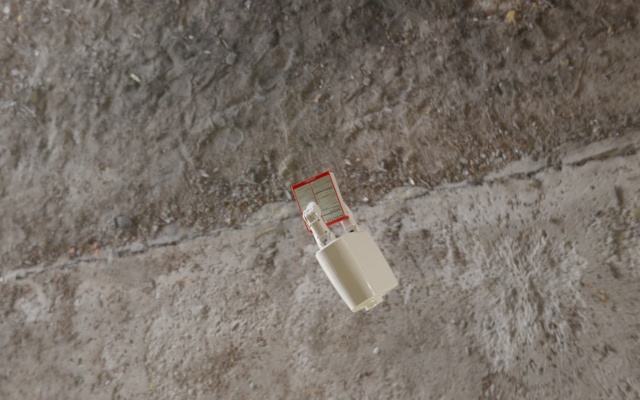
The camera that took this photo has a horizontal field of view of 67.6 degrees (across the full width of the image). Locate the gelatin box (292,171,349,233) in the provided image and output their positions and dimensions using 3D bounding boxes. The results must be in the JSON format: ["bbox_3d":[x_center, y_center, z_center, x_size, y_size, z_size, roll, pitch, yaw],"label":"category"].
[{"bbox_3d":[0.000,0.002,0.825,0.073,0.089,0.030,-23,-8,16],"label":"gelatin box"}]
